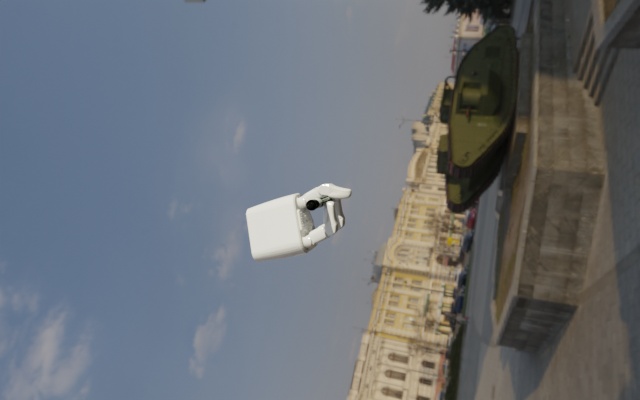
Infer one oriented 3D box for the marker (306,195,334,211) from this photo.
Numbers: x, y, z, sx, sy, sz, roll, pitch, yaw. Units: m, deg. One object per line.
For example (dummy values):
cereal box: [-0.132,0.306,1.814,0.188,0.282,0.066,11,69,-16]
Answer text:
marker: [0.000,0.003,0.845,0.020,0.020,0.121,0,6,16]
